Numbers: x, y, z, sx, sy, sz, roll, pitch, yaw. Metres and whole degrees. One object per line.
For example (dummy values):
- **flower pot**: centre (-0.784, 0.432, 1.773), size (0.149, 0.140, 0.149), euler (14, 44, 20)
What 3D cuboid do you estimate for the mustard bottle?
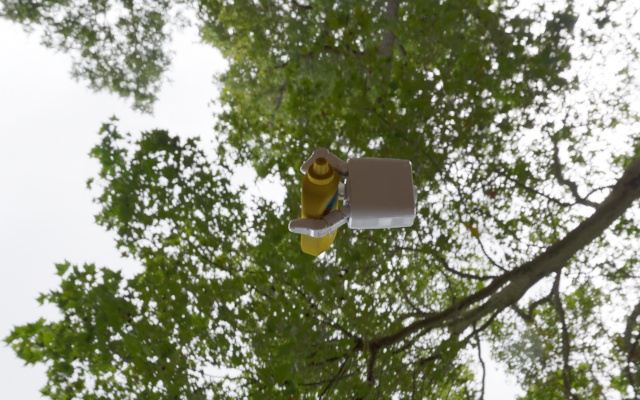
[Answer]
- **mustard bottle**: centre (0.000, 0.003, 0.792), size (0.058, 0.096, 0.192), euler (19, -38, 14)
